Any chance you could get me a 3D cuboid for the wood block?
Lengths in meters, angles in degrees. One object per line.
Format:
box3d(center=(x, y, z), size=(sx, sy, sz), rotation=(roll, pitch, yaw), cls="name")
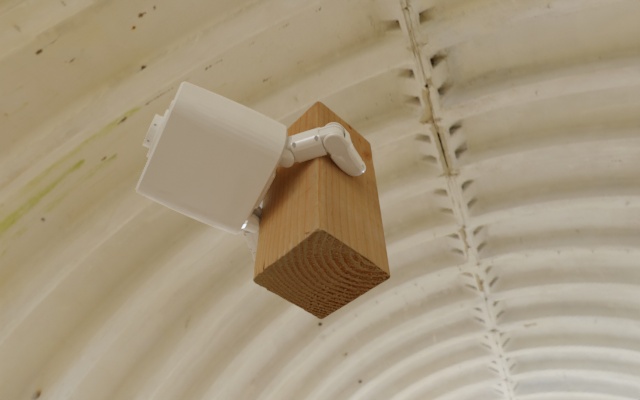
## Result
box3d(center=(0.000, 0.001, 0.494), size=(0.090, 0.206, 0.091), rotation=(36, -58, -27), cls="wood block")
